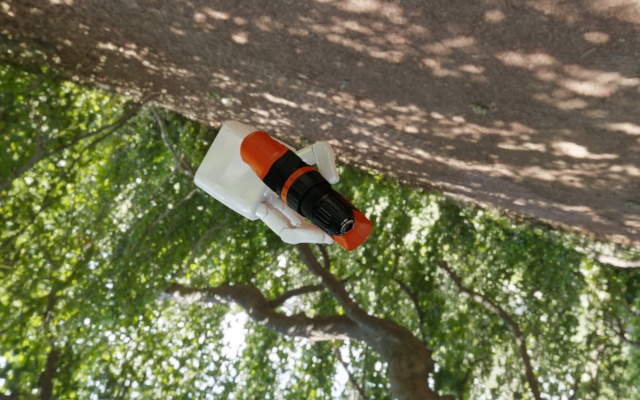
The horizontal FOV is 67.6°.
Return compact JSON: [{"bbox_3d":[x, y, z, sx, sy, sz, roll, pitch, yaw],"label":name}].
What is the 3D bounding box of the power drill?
[{"bbox_3d":[0.000,0.002,0.598,0.184,0.057,0.188,43,0,33],"label":"power drill"}]
